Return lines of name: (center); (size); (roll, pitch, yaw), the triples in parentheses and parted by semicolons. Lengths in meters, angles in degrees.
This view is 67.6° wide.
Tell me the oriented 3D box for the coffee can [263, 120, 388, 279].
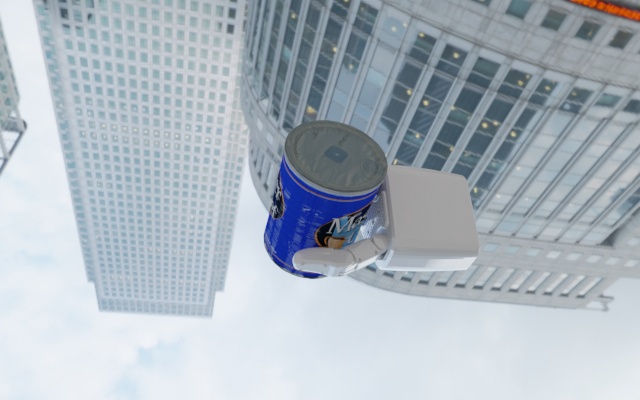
coffee can: (0.000, 0.002, 0.507); (0.103, 0.102, 0.140); (0, -42, -18)
